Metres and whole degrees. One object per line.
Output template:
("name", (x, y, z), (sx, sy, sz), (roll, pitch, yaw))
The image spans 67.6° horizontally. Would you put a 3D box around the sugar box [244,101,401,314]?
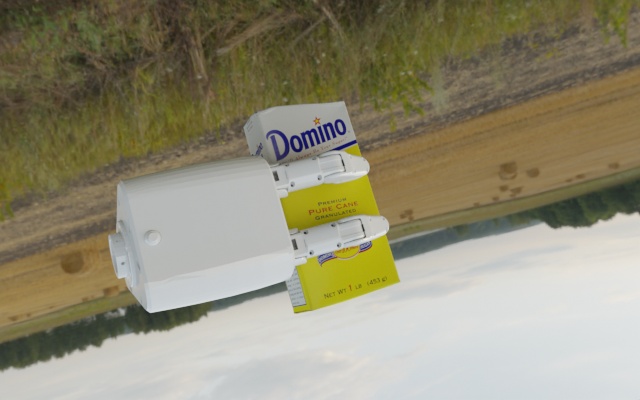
("sugar box", (0.000, 0.001, 0.426), (0.093, 0.176, 0.048), (-12, -8, -28))
